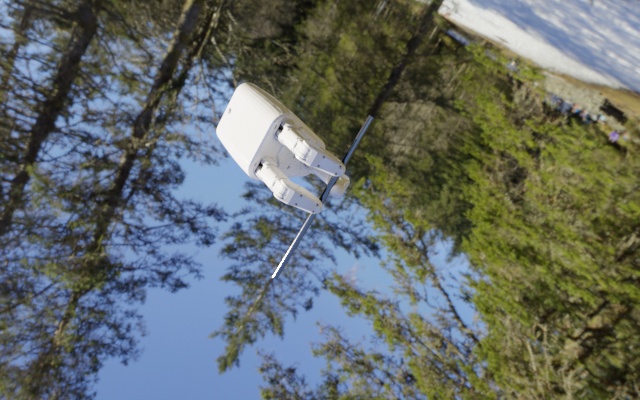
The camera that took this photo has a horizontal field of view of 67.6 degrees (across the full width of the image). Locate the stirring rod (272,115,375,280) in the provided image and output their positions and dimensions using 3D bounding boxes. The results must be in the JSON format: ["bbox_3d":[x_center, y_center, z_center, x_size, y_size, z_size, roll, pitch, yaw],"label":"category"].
[{"bbox_3d":[0.000,0.002,0.584,0.011,0.239,0.011,28,18,-10],"label":"stirring rod"}]
